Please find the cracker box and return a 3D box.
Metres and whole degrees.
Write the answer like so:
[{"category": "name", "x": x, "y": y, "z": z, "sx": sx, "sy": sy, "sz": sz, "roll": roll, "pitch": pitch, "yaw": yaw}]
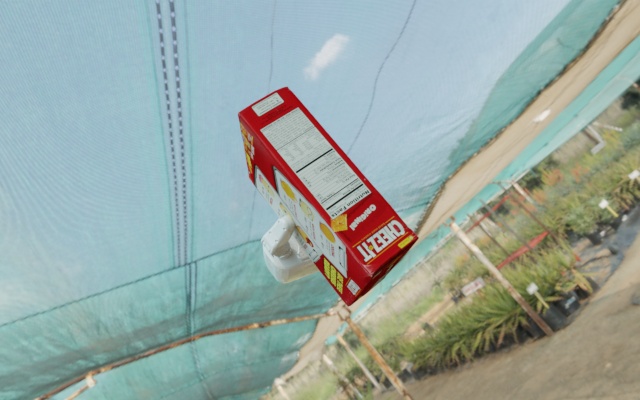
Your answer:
[{"category": "cracker box", "x": 0.000, "y": 0.002, "z": 0.536, "sx": 0.072, "sy": 0.213, "sz": 0.164, "roll": -35, "pitch": -15, "yaw": -16}]
